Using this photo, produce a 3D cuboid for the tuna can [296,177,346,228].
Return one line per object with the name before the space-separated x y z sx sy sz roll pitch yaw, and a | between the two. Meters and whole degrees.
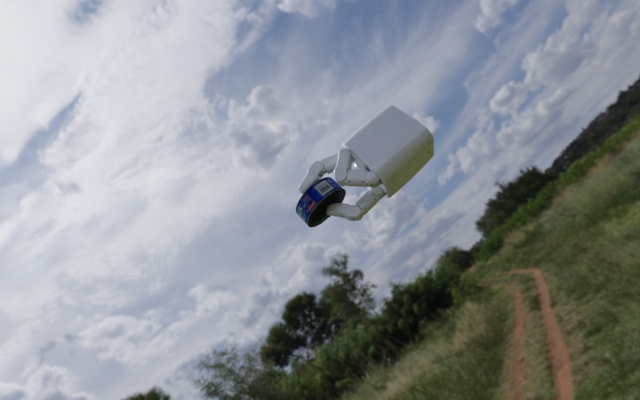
tuna can | 0.000 0.002 0.794 0.033 0.086 0.086 44 18 20
